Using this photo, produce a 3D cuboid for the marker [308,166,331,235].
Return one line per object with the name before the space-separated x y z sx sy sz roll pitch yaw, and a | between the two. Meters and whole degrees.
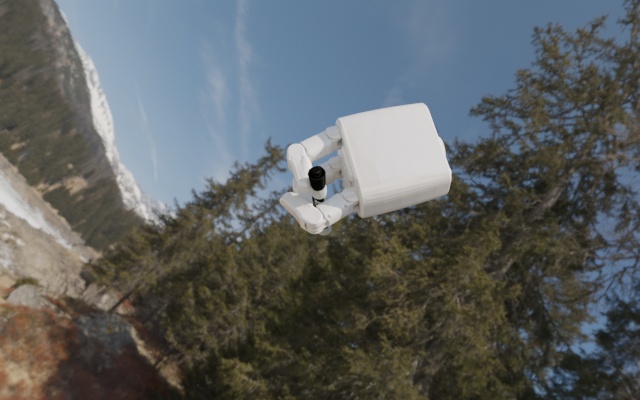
marker | 0.000 0.002 0.538 0.020 0.020 0.121 0 -34 5
